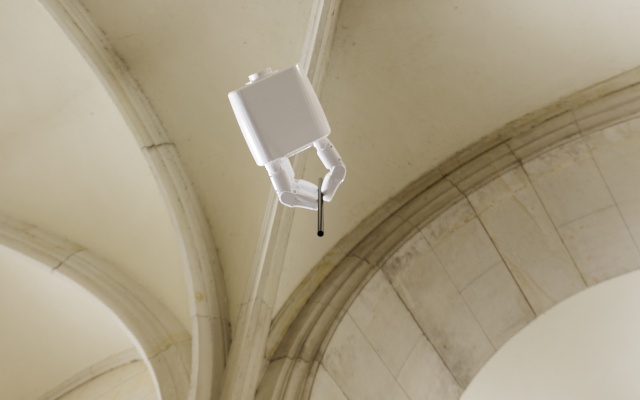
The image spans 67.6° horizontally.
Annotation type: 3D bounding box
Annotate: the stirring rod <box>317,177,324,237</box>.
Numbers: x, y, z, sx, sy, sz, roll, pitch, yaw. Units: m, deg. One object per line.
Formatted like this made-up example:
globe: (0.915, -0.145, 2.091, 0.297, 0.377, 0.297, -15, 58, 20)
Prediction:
stirring rod: (0.000, 0.002, 0.662, 0.011, 0.011, 0.239, 0, 17, 0)
